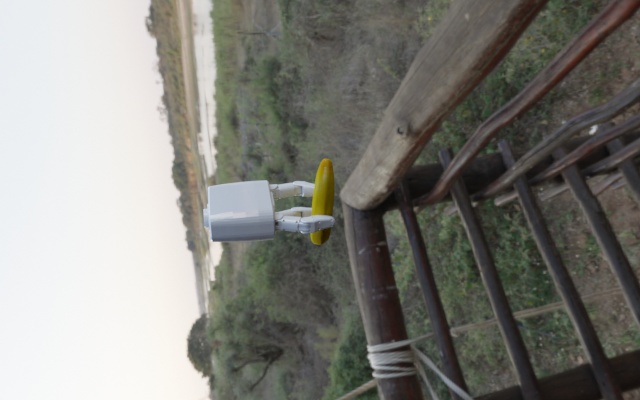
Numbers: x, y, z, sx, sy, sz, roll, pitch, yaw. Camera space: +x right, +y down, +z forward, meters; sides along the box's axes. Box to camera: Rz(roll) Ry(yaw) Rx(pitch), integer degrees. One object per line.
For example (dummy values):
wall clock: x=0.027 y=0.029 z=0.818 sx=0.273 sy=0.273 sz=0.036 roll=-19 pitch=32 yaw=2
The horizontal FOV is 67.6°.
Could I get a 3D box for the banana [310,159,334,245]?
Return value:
banana: x=0.001 y=0.019 z=0.838 sx=0.037 sy=0.069 sz=0.198 roll=0 pitch=-43 yaw=-6
